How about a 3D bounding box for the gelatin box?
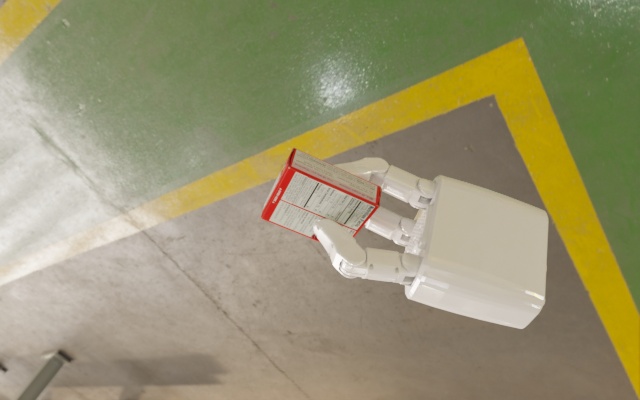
[{"bbox_3d":[0.000,0.002,0.435,0.089,0.030,0.073,22,-46,-11],"label":"gelatin box"}]
